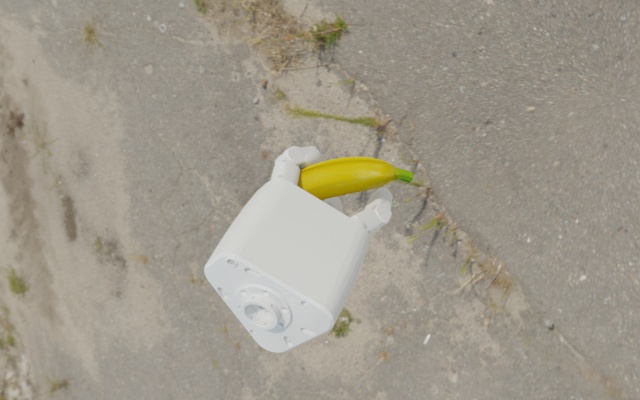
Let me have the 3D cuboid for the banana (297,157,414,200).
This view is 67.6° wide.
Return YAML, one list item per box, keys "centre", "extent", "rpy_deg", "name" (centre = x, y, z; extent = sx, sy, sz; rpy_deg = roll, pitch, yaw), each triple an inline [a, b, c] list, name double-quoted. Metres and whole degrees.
- centre: [-0.006, -0.009, 0.505]
  extent: [0.198, 0.037, 0.070]
  rpy_deg: [-14, -38, 25]
  name: "banana"
